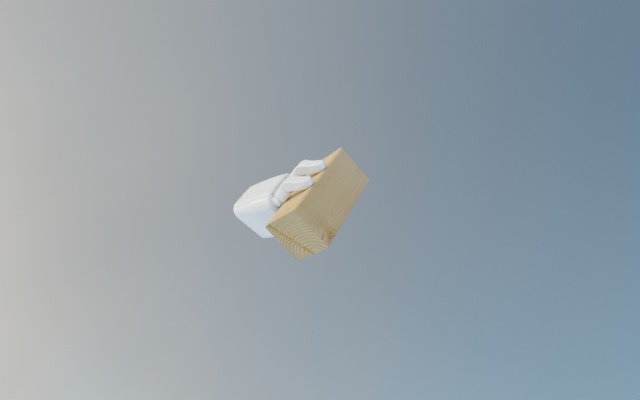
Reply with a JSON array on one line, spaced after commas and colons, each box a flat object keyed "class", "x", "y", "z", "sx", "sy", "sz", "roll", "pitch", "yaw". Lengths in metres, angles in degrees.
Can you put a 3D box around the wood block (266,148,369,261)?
[{"class": "wood block", "x": 0.000, "y": 0.003, "z": 0.894, "sx": 0.090, "sy": 0.091, "sz": 0.206, "roll": -29, "pitch": 18, "yaw": 43}]
